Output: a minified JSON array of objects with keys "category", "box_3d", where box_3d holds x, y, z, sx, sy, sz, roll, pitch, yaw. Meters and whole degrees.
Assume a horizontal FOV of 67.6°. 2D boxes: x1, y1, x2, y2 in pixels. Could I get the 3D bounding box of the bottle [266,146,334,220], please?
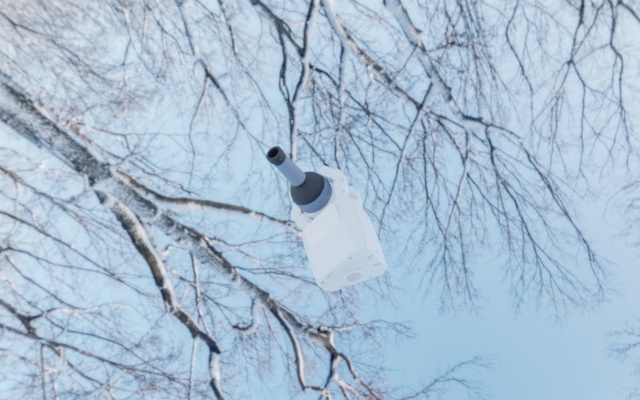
[{"category":"bottle","box_3d":[0.000,0.003,0.832,0.069,0.069,0.296,0,-31,35]}]
